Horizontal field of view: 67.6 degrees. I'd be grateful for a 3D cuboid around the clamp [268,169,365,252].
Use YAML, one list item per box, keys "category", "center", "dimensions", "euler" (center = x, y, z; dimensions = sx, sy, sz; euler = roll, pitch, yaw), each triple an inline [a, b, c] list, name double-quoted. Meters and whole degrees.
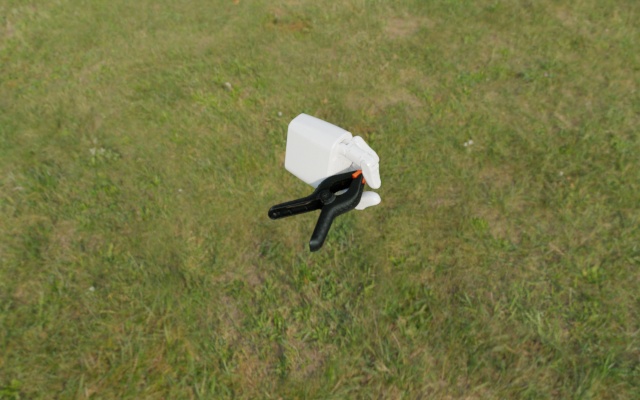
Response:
- category: "clamp"
  center: [0.000, 0.002, 0.782]
  dimensions: [0.120, 0.039, 0.171]
  euler: [30, 56, 28]
